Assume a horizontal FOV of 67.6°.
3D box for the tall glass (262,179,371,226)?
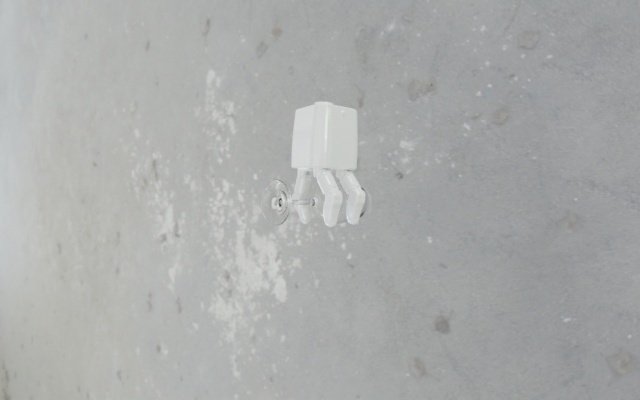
[{"bbox_3d":[0.000,0.003,0.828,0.201,0.079,0.079,0,0,-44],"label":"tall glass"}]
